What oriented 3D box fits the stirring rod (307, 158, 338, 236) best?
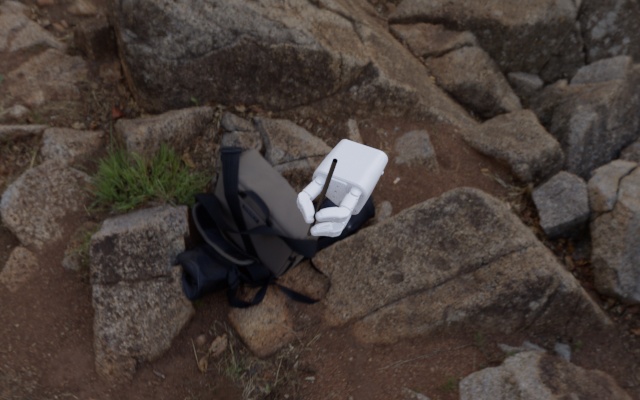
[{"bbox_3d":[0.000,0.003,0.814,0.011,0.011,0.240,0,-31,-12],"label":"stirring rod"}]
